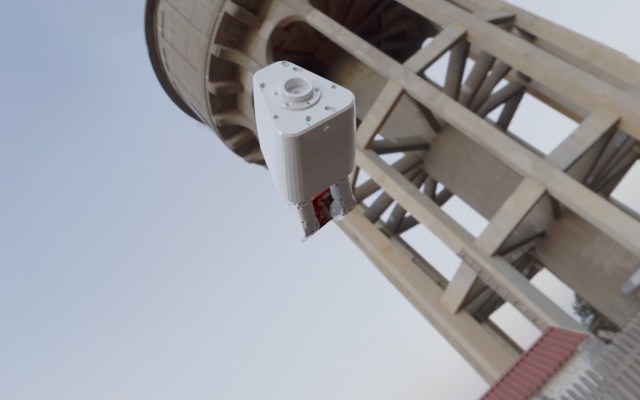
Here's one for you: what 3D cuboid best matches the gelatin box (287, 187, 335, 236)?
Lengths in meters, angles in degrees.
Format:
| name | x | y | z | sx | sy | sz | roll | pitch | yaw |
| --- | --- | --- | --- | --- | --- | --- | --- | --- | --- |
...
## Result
| name | x | y | z | sx | sy | sz | roll | pitch | yaw |
| --- | --- | --- | --- | --- | --- | --- | --- | --- | --- |
| gelatin box | 0.000 | 0.002 | 0.625 | 0.073 | 0.030 | 0.089 | -38 | -25 | -9 |
